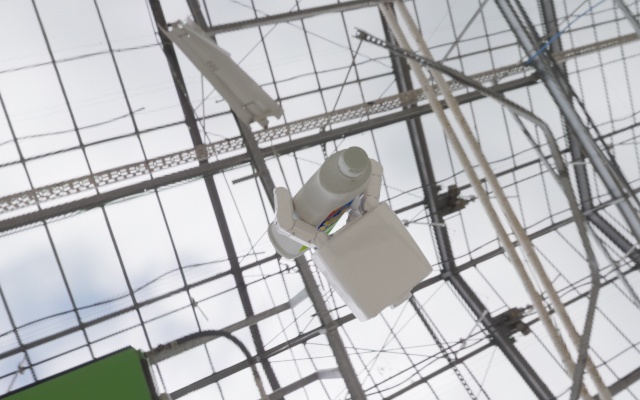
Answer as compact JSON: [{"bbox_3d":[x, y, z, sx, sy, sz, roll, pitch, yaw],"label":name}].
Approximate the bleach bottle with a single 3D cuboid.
[{"bbox_3d":[0.000,0.002,0.619,0.102,0.068,0.251,-32,-9,-24],"label":"bleach bottle"}]
